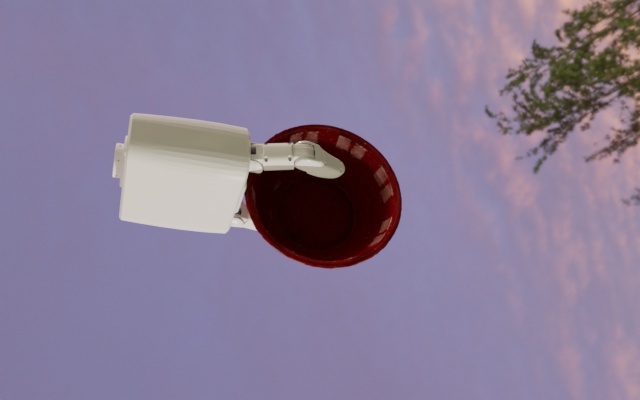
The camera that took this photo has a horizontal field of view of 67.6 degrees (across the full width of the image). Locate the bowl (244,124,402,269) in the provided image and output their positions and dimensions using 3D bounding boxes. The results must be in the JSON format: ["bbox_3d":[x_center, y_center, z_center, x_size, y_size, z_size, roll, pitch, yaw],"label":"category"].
[{"bbox_3d":[0.001,0.002,0.501,0.162,0.162,0.055,0,-26,-12],"label":"bowl"}]
